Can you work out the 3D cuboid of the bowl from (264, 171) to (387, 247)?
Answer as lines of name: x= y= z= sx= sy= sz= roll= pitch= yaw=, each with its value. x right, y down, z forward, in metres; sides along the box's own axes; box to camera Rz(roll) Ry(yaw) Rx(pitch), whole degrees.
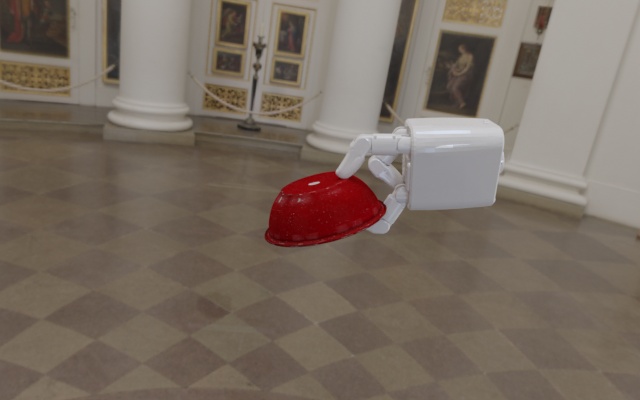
bowl: x=-0.001 y=0.002 z=0.609 sx=0.162 sy=0.055 sz=0.162 roll=-14 pitch=15 yaw=4
